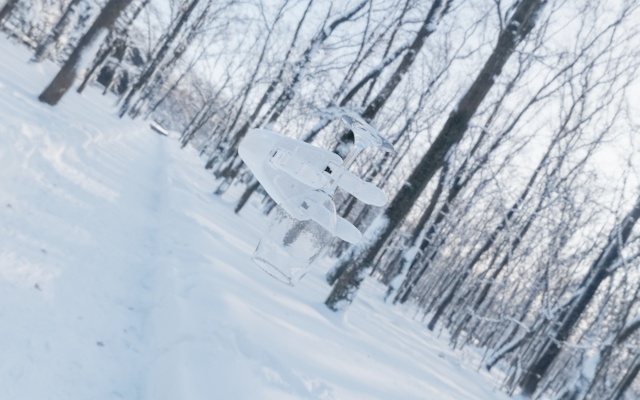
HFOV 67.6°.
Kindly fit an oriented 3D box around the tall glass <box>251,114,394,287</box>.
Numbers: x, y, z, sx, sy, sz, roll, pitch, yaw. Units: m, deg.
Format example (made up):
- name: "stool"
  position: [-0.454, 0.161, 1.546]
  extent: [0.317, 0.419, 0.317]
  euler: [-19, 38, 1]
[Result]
- name: "tall glass"
  position: [0.000, 0.001, 0.562]
  extent: [0.079, 0.201, 0.079]
  euler: [34, -2, 1]
